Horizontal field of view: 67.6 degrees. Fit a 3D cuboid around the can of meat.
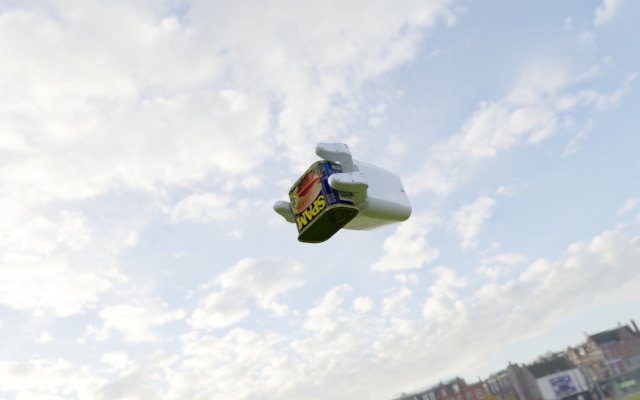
[{"bbox_3d":[0.000,0.002,0.702,0.057,0.084,0.102,9,-38,-37],"label":"can of meat"}]
